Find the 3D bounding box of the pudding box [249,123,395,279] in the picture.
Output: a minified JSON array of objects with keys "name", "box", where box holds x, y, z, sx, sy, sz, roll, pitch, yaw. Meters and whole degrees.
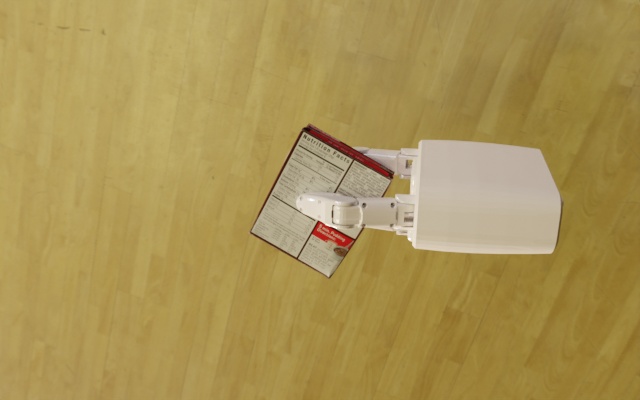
[{"name":"pudding box","box":[0.000,0.001,0.428,0.090,0.113,0.039,30,17,1]}]
